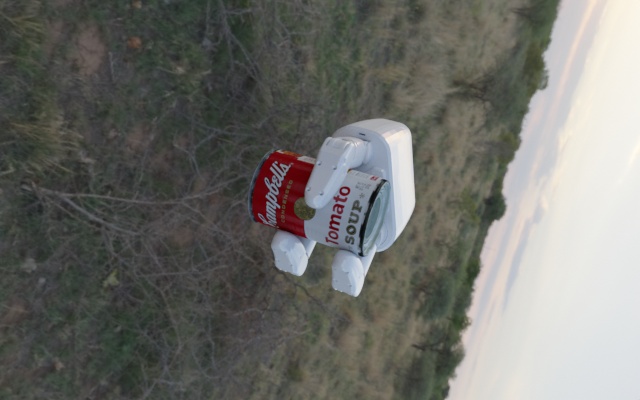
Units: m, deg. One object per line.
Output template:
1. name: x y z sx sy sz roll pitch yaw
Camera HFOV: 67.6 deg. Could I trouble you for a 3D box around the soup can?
1. soup can: 0.000 0.001 0.402 0.102 0.068 0.068 17 5 18
